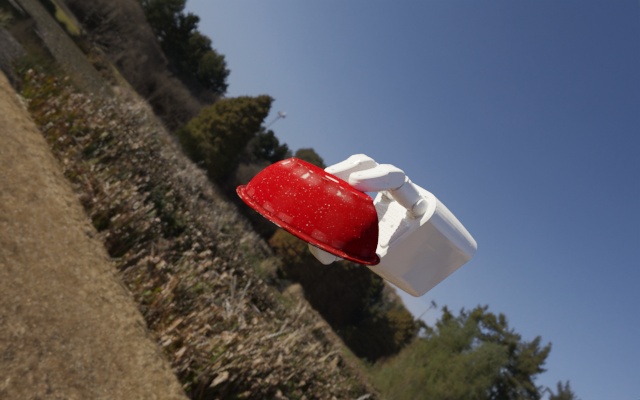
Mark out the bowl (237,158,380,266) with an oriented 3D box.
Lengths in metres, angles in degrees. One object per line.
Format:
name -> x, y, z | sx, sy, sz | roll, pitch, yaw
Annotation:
bowl -> -0.001, 0.001, 0.480 | 0.162, 0.055, 0.162 | 27, 7, -4
